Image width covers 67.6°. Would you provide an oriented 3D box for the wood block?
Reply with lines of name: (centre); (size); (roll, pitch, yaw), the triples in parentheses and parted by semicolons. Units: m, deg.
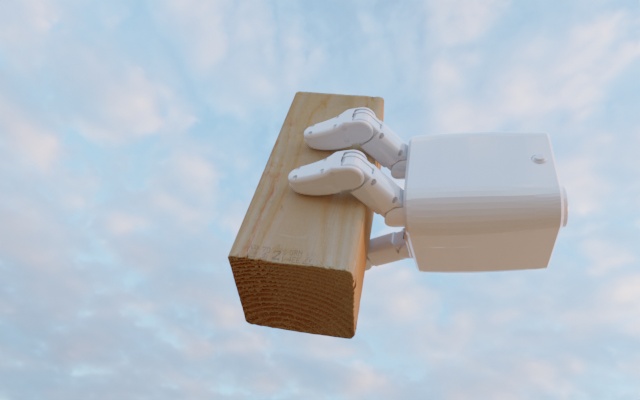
wood block: (0.001, 0.002, 0.417); (0.090, 0.091, 0.206); (6, 45, 10)
